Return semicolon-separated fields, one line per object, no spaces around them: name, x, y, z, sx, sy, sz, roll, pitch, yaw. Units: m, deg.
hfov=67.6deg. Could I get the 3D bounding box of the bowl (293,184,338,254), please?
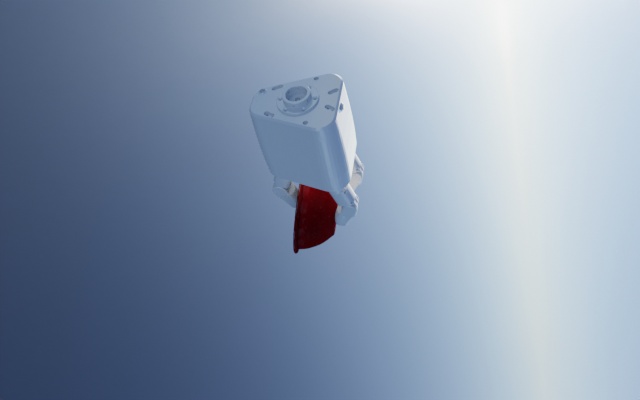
bowl;0.001;0.003;0.706;0.055;0.162;0.162;8;0;3
